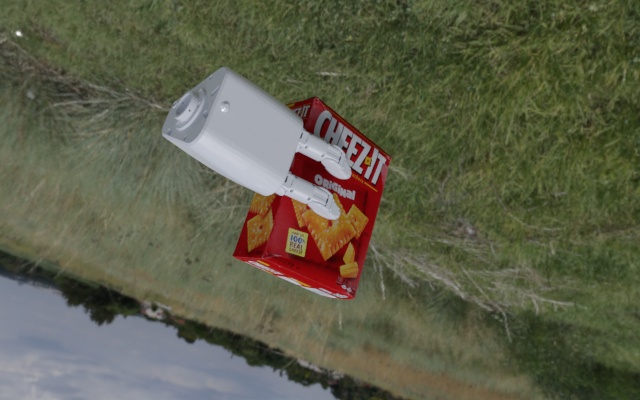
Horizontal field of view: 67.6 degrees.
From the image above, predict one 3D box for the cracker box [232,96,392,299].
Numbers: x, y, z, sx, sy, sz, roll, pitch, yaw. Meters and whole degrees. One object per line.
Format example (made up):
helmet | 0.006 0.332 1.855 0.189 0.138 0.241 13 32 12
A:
cracker box | 0.000 0.002 0.618 0.072 0.213 0.164 -3 -27 47
